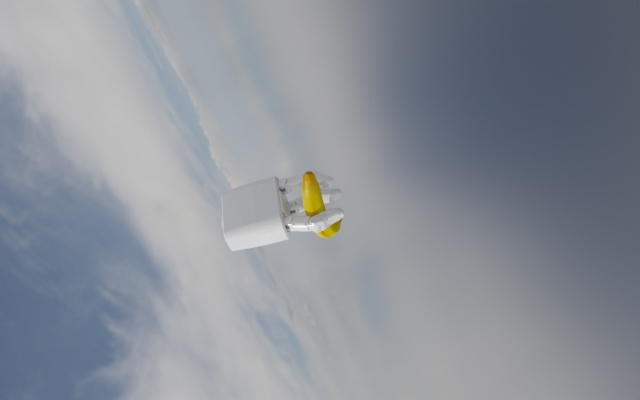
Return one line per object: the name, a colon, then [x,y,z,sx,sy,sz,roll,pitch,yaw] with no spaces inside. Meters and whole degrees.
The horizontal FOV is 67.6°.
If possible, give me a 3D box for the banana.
banana: [0.000,0.021,0.844,0.037,0.069,0.198,-3,-25,16]
